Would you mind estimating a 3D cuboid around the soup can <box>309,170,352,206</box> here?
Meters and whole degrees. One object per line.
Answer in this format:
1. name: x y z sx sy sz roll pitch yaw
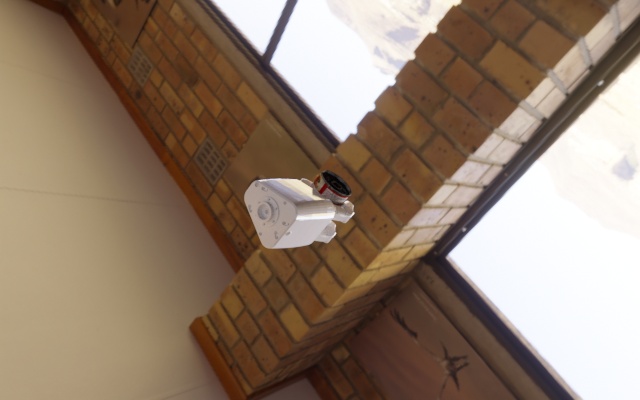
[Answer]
1. soup can: 0.000 0.003 0.885 0.068 0.102 0.068 32 25 -17
